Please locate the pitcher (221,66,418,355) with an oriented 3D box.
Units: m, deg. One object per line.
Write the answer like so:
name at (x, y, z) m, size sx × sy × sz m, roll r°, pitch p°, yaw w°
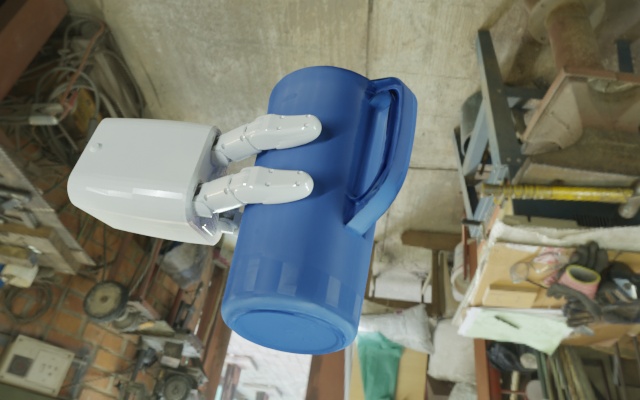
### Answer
pitcher at (0.000, 0.001, 0.426) m, size 0.145 × 0.242 × 0.149 m, roll 8°, pitch -34°, yaw 4°
